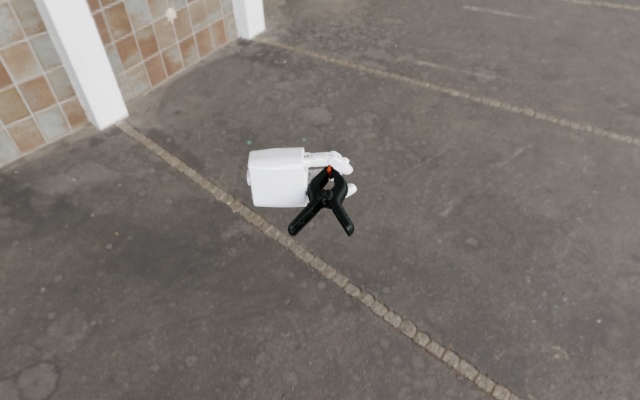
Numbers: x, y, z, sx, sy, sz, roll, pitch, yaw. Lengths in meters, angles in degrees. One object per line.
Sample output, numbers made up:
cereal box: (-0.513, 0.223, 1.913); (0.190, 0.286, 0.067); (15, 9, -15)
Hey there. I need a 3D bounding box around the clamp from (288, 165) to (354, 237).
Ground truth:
clamp: (0.000, 0.002, 0.897); (0.120, 0.171, 0.039); (-3, -44, 4)
